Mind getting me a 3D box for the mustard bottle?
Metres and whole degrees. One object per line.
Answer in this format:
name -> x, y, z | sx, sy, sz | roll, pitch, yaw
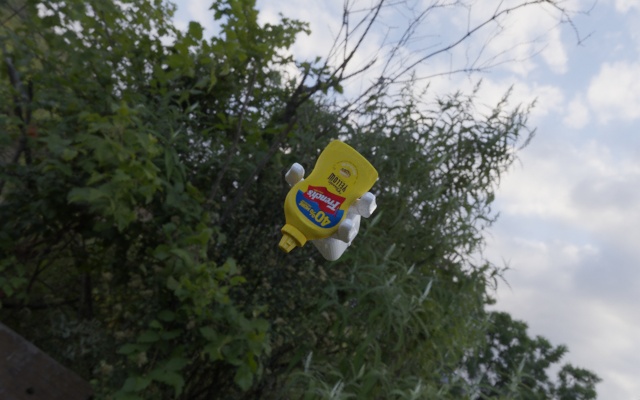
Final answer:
mustard bottle -> 0.000, 0.002, 0.746 | 0.096, 0.191, 0.058 | 40, -18, -5
